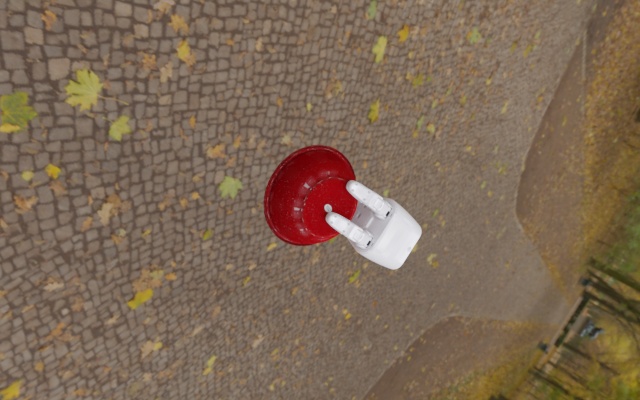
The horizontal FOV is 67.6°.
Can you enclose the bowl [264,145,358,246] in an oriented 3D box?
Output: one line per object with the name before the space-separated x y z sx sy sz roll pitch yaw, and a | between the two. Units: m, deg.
bowl | -0.001 0.002 0.706 0.162 0.162 0.055 0 18 -32
